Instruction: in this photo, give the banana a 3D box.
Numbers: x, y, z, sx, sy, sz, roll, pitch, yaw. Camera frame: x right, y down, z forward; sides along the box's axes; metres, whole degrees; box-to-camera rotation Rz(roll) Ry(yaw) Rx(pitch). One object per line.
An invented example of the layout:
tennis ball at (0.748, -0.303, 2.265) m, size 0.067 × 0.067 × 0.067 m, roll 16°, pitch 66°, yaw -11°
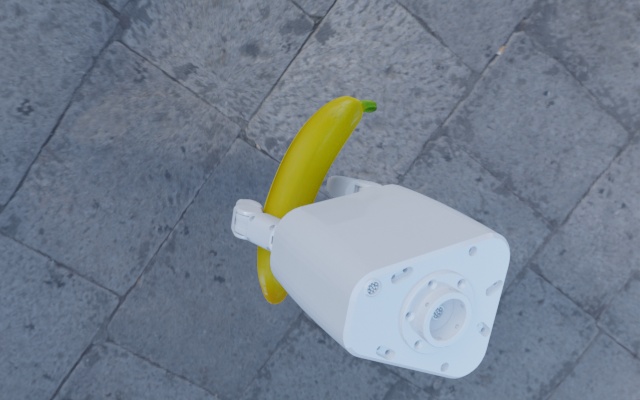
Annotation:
banana at (-0.010, -0.009, 0.390) m, size 0.070 × 0.198 × 0.037 m, roll 31°, pitch -5°, yaw -42°
